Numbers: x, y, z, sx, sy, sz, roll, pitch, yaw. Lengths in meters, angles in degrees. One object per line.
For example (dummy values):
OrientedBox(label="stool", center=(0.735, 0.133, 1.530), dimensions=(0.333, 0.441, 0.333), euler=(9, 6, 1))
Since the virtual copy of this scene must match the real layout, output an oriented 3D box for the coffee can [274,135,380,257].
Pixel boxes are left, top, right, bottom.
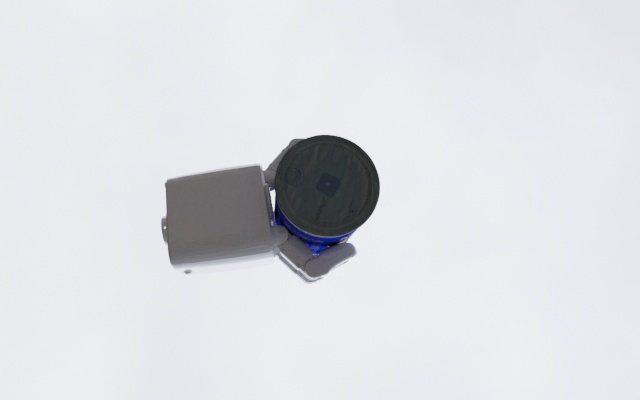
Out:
OrientedBox(label="coffee can", center=(0.000, 0.002, 0.524), dimensions=(0.103, 0.102, 0.140), euler=(0, -15, -6))
